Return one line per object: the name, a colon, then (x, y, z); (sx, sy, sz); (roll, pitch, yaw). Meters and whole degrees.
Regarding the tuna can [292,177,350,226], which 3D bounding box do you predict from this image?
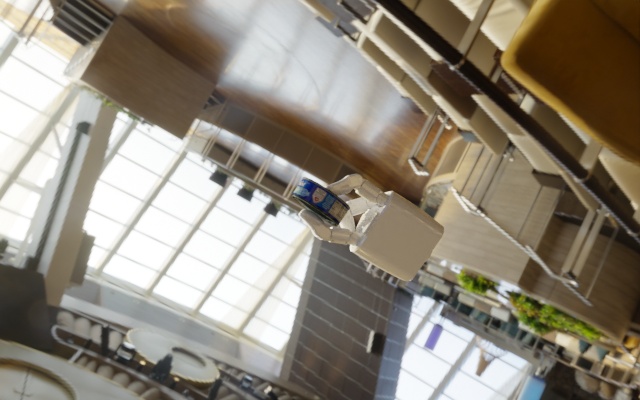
tuna can: (0.000, 0.003, 0.721); (0.086, 0.033, 0.086); (33, -7, 5)
